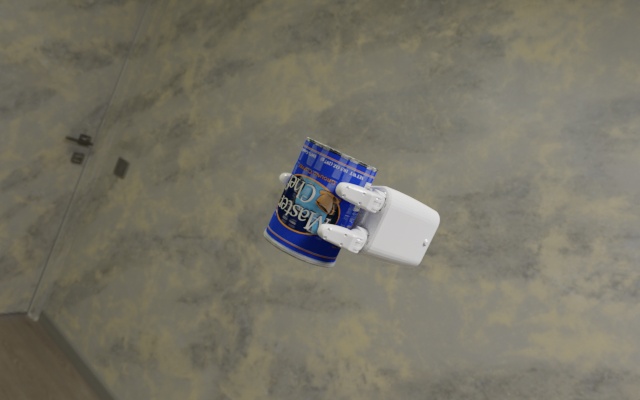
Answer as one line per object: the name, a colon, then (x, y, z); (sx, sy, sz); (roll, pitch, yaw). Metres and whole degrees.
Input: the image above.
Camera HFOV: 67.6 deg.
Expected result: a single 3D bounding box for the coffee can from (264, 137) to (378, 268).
coffee can: (0.000, 0.002, 0.626); (0.103, 0.140, 0.103); (24, 7, -3)
